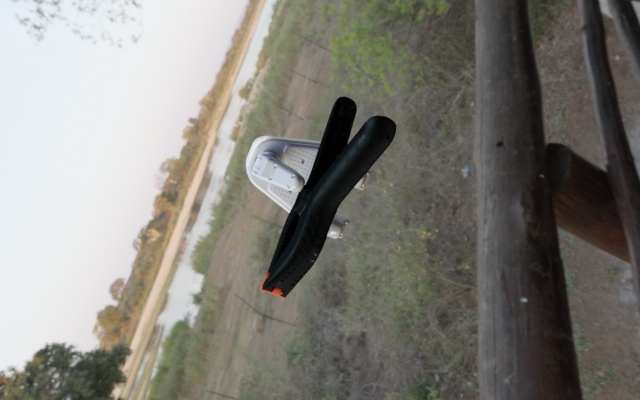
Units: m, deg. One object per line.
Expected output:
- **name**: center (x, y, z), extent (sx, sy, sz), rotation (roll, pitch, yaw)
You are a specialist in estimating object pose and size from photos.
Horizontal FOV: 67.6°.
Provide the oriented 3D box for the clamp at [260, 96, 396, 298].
- **clamp**: center (-0.001, 0.002, 0.441), extent (0.036, 0.210, 0.164), rotation (23, 6, -13)
